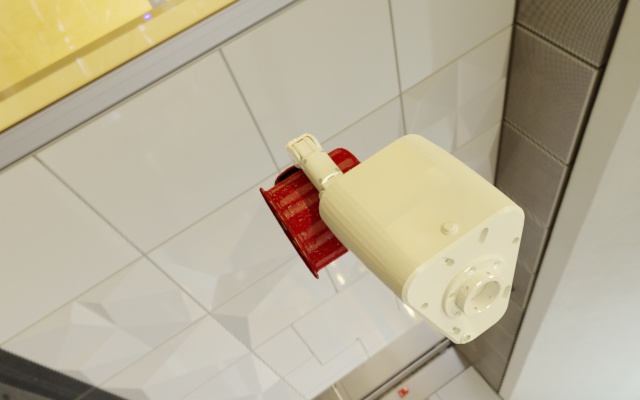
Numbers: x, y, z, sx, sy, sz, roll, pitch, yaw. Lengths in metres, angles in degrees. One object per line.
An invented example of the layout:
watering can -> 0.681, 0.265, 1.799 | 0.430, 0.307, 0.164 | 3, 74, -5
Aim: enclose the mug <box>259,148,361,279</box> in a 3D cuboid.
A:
mug -> 0.000, 0.001, 0.427 | 0.081, 0.093, 0.117 | -33, 42, -8
